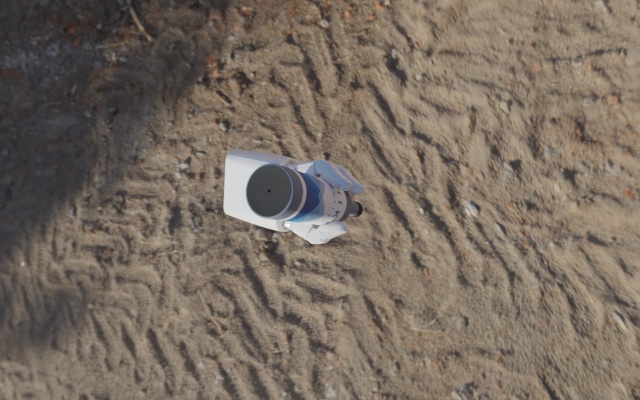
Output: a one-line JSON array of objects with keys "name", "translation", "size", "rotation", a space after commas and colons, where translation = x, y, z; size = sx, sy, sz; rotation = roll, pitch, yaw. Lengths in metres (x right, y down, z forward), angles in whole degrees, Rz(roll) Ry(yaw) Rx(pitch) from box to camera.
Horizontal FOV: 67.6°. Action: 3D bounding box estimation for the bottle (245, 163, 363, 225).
[{"name": "bottle", "translation": [0.000, 0.002, 0.696], "size": [0.069, 0.069, 0.296], "rotation": [0, -5, 25]}]
